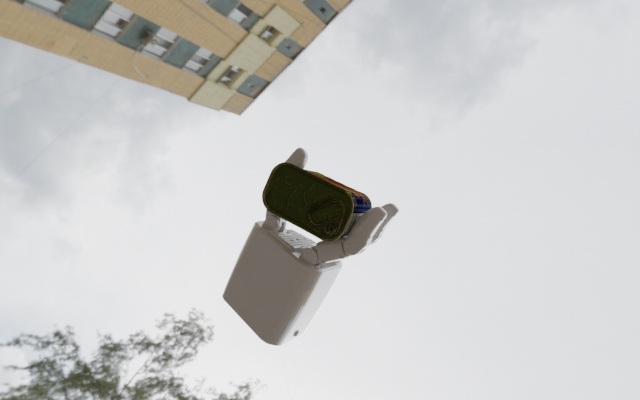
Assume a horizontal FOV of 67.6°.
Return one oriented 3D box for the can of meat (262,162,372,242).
[{"bbox_3d":[0.000,0.002,0.534,0.102,0.057,0.084,27,8,20],"label":"can of meat"}]
